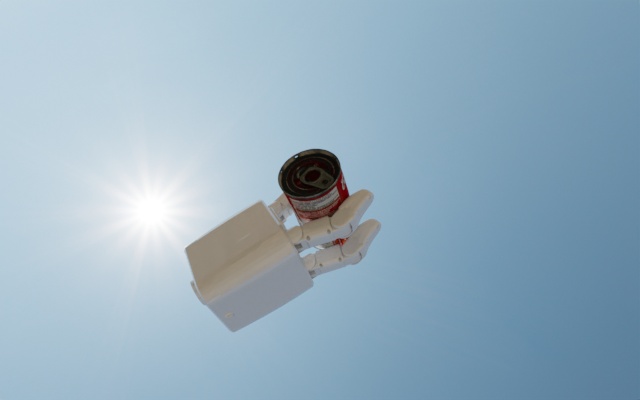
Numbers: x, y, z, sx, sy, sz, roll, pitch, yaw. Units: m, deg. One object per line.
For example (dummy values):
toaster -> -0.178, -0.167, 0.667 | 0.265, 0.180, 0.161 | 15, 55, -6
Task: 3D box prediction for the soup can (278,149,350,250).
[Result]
soup can -> 0.001, 0.002, 0.533 | 0.068, 0.068, 0.102 | 0, -38, 18
